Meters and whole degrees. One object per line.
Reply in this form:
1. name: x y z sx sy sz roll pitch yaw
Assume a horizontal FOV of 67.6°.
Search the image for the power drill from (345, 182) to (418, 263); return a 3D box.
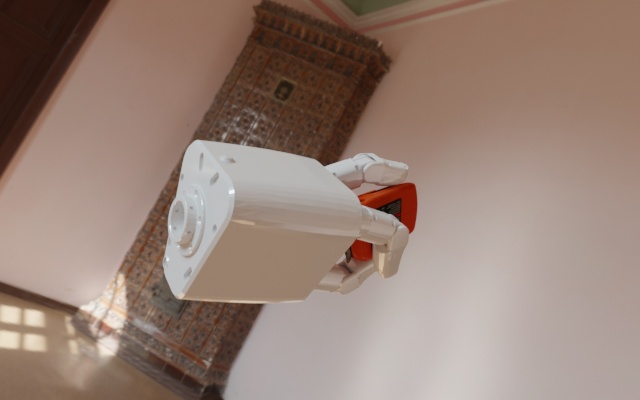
1. power drill: 0.000 0.002 0.494 0.187 0.057 0.184 9 20 36
